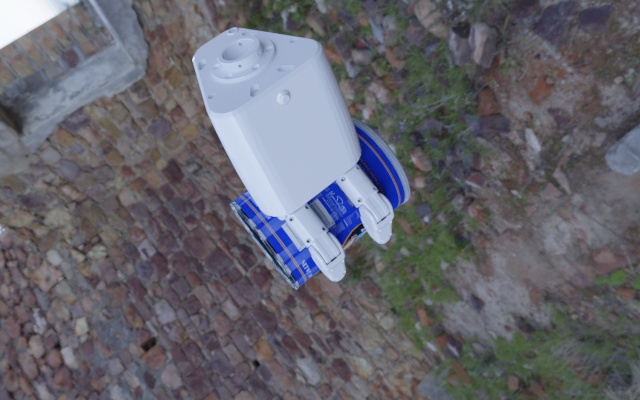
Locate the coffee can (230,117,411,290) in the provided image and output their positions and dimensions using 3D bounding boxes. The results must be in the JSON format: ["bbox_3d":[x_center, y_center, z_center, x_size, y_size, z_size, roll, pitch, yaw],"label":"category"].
[{"bbox_3d":[0.000,0.001,0.460,0.140,0.103,0.103,-38,9,-12],"label":"coffee can"}]
